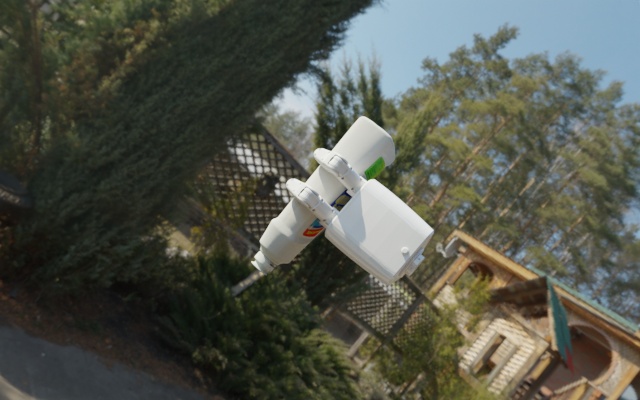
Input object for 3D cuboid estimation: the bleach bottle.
[{"bbox_3d":[0.000,0.002,0.672,0.068,0.251,0.102,41,-4,16],"label":"bleach bottle"}]
